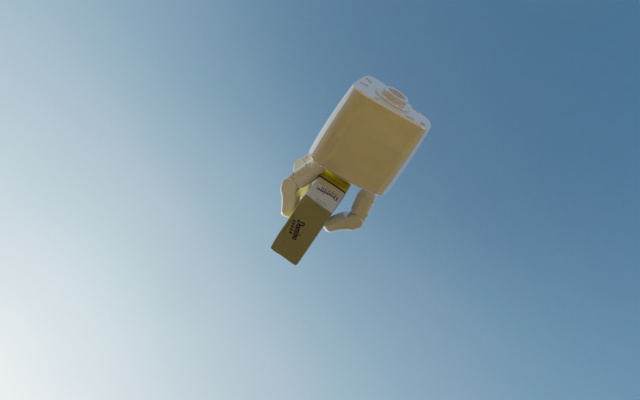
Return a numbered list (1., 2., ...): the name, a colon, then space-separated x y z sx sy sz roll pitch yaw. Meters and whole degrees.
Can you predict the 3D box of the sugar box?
1. sugar box: 0.000 0.002 0.636 0.048 0.093 0.176 35 29 3
